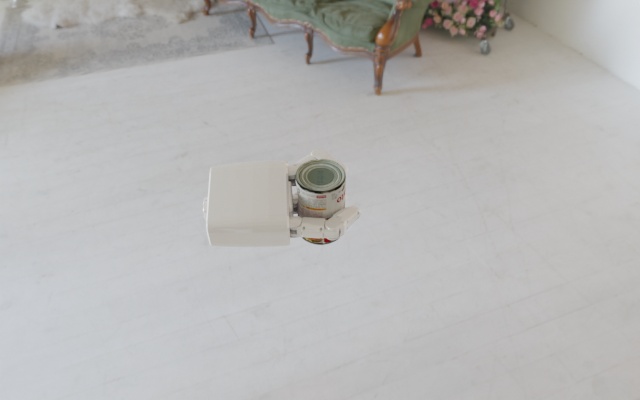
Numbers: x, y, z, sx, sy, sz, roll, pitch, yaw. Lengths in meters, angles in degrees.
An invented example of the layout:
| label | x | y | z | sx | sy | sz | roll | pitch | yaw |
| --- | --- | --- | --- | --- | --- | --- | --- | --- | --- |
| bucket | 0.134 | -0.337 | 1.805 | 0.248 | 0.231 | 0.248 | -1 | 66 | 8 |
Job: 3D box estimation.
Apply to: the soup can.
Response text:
| label | x | y | z | sx | sy | sz | roll | pitch | yaw |
| --- | --- | --- | --- | --- | --- | --- | --- | --- | --- |
| soup can | 0.001 | 0.002 | 0.654 | 0.068 | 0.102 | 0.068 | 0 | 44 | 0 |
